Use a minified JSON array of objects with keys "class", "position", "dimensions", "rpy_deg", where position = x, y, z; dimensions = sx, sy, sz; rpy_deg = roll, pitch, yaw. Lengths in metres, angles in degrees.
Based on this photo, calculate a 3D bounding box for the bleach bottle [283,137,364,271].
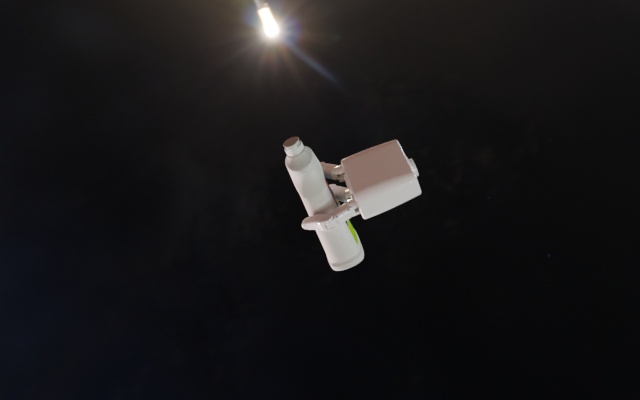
[{"class":"bleach bottle","position":[0.000,0.003,0.838],"dimensions":[0.068,0.251,0.102],"rpy_deg":[-23,34,5]}]
